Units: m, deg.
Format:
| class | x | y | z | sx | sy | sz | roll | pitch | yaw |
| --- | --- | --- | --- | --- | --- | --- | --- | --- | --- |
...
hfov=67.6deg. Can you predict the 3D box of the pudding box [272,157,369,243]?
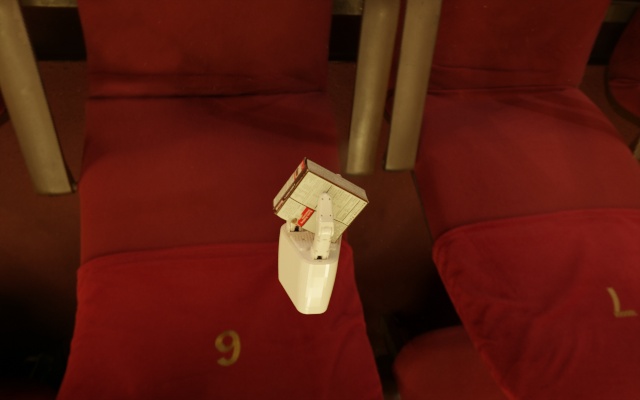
| class | x | y | z | sx | sy | sz | roll | pitch | yaw |
| --- | --- | --- | --- | --- | --- | --- | --- | --- | --- |
| pudding box | 0.000 | 0.002 | 0.699 | 0.113 | 0.090 | 0.039 | 27 | 25 | -26 |
